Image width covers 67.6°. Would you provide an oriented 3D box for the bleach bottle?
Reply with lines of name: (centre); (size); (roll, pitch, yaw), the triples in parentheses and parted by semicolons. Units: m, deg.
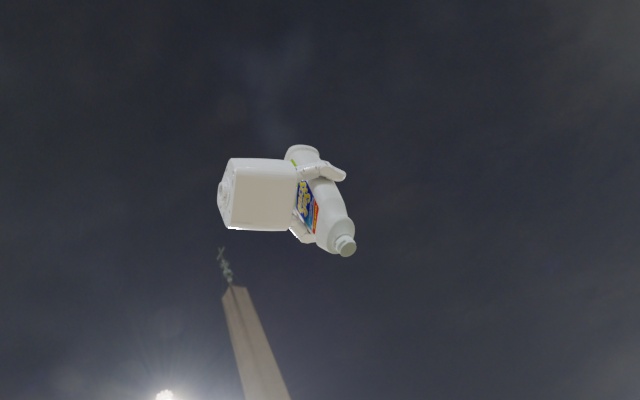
bleach bottle: (0.000, 0.003, 0.835); (0.068, 0.103, 0.250); (3, 31, -27)
